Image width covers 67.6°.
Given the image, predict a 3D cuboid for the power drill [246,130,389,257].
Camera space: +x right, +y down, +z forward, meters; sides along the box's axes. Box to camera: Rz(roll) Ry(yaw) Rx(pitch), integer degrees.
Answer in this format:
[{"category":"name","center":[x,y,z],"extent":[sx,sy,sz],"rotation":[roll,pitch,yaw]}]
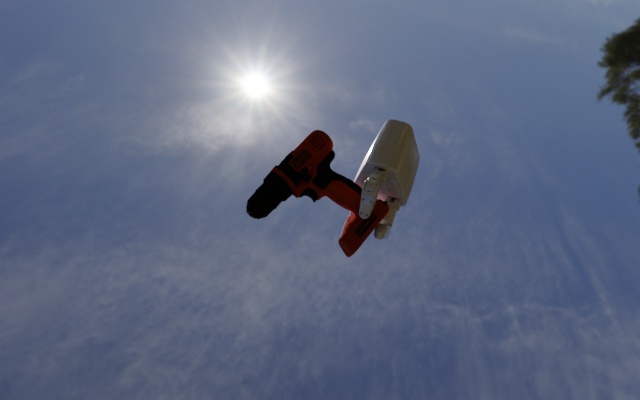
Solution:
[{"category":"power drill","center":[0.001,0.003,0.766],"extent":[0.187,0.184,0.057],"rotation":[42,-13,3]}]
